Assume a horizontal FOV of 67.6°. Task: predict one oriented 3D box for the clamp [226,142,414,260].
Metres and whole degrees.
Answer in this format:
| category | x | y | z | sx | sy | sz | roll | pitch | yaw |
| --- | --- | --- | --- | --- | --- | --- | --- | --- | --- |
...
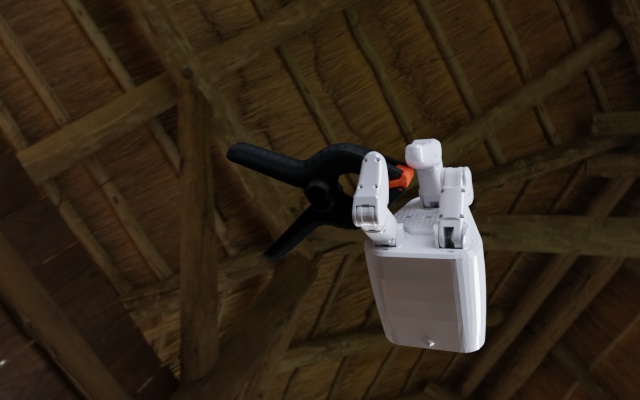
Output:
| category | x | y | z | sx | sy | sz | roll | pitch | yaw |
| --- | --- | --- | --- | --- | --- | --- | --- | --- | --- |
| clamp | 0.000 | 0.001 | 0.436 | 0.171 | 0.120 | 0.039 | 0 | 29 | 25 |
